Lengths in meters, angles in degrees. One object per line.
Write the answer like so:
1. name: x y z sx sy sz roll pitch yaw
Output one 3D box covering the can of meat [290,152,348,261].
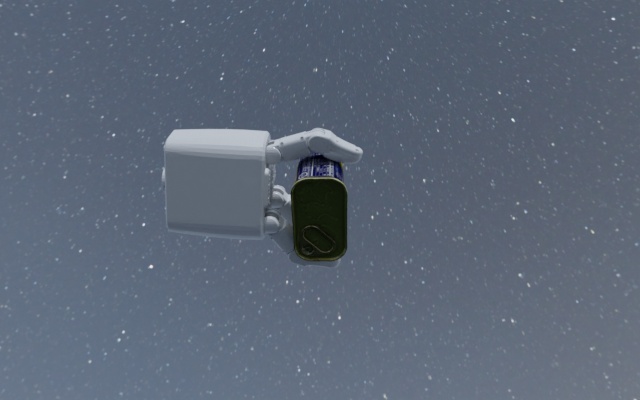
1. can of meat: 0.000 0.001 0.527 0.057 0.102 0.084 -1 30 2
